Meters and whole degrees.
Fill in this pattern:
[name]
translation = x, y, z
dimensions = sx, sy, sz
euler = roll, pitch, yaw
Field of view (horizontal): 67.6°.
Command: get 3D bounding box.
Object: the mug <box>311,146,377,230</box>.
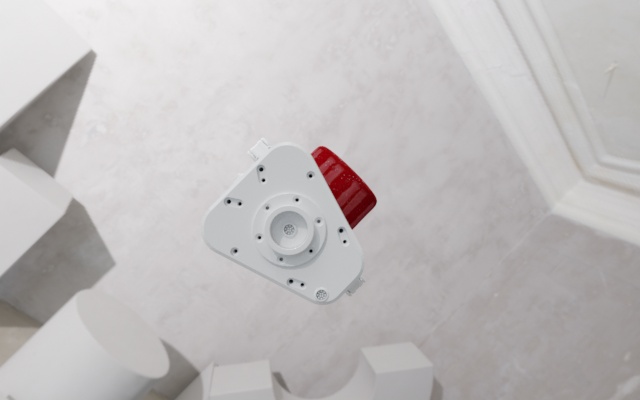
[mug]
translation = 0.000, 0.001, 0.481
dimensions = 0.093, 0.081, 0.117
euler = 45, -2, -2
